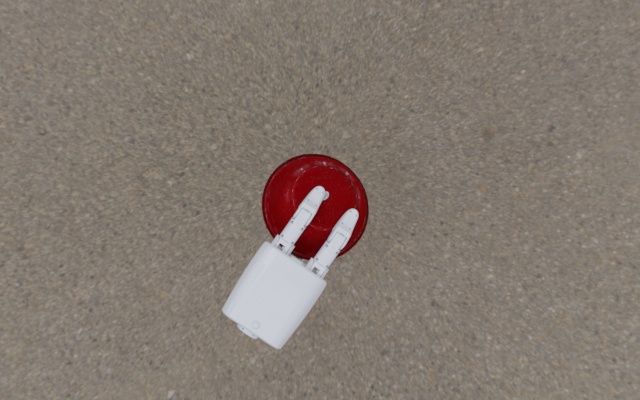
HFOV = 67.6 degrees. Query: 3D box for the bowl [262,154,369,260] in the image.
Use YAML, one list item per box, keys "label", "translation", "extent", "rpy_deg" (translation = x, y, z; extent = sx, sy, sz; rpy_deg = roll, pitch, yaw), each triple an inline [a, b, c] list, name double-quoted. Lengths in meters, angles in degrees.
- label: "bowl"
  translation: [0.001, 0.001, 0.676]
  extent: [0.162, 0.162, 0.055]
  rpy_deg: [0, -14, -14]
